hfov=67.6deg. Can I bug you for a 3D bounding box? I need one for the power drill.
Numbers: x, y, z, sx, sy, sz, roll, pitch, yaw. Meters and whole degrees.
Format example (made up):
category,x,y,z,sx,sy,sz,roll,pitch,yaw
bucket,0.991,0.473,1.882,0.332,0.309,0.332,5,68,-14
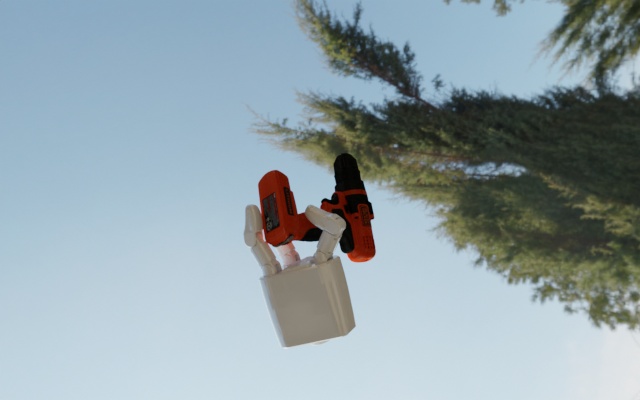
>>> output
category,x,y,z,sx,sy,sz,roll,pitch,yaw
power drill,0.000,0.003,0.725,0.187,0.184,0.057,5,-26,-37
